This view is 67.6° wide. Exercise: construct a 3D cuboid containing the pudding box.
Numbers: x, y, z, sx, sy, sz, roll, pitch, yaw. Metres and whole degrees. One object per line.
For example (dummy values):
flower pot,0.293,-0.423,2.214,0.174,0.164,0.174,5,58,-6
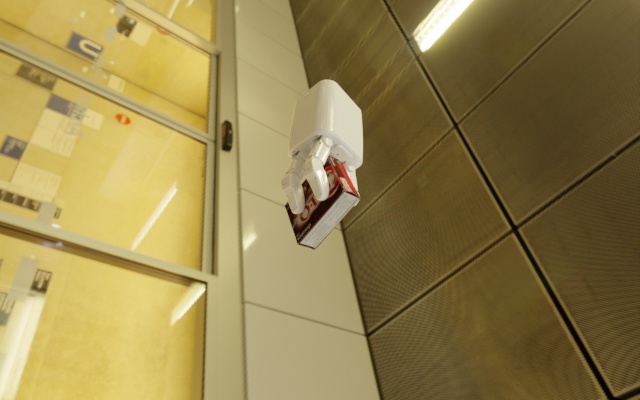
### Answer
pudding box,0.000,0.002,0.704,0.039,0.113,0.090,22,29,-32
